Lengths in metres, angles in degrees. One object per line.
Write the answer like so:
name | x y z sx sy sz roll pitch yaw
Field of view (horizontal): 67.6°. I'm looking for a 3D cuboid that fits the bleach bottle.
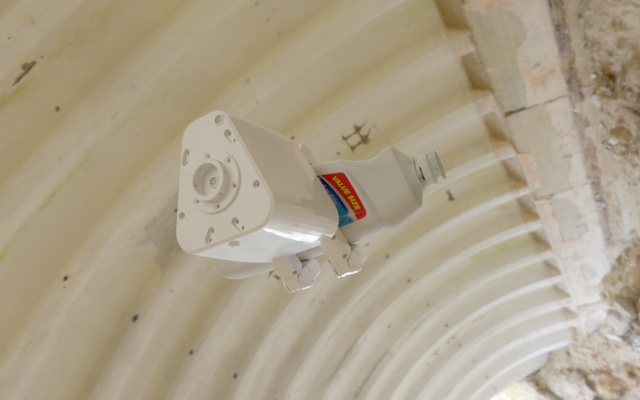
bleach bottle | 0.000 0.002 0.489 0.251 0.102 0.068 -21 -17 22
